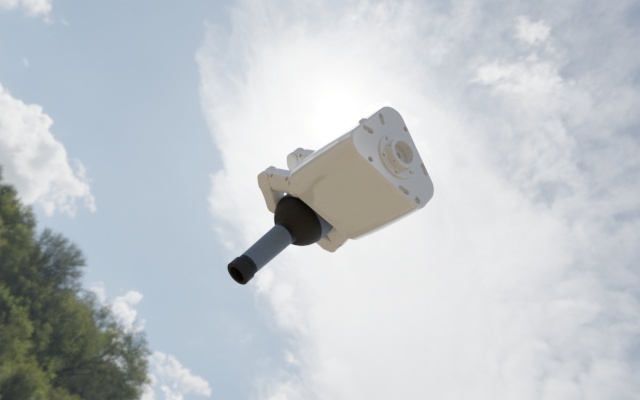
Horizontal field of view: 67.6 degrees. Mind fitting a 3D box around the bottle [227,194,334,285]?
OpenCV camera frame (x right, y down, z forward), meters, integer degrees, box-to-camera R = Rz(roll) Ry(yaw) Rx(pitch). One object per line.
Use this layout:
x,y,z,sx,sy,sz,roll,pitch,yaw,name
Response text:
0.000,0.002,0.577,0.069,0.069,0.295,0,30,42,bottle
